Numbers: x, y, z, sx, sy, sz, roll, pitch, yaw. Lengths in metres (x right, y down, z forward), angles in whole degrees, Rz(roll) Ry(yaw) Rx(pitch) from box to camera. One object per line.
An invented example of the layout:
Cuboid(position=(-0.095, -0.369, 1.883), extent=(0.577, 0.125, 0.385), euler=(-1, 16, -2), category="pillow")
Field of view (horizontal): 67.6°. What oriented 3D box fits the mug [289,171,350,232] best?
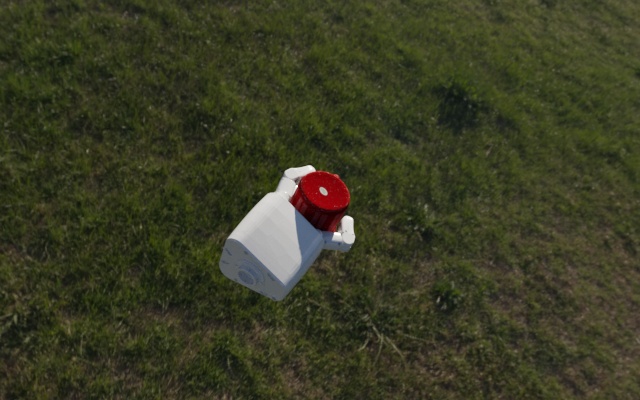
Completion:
Cuboid(position=(0.001, 0.002, 0.742), extent=(0.093, 0.081, 0.117), euler=(34, 47, 5), category="mug")
